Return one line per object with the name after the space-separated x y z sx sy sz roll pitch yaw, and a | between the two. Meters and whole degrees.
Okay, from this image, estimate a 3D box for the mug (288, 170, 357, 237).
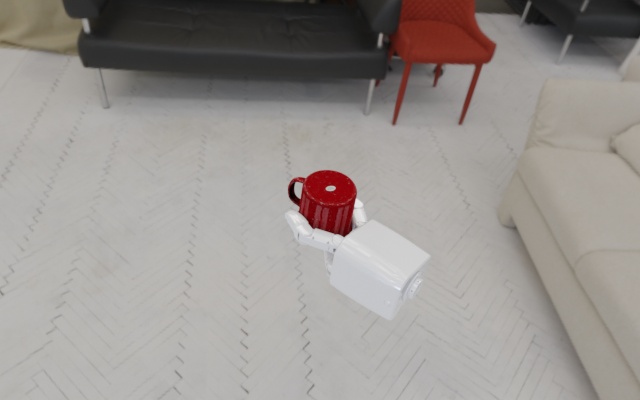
-0.001 0.001 0.727 0.117 0.082 0.093 31 47 21 | mug
